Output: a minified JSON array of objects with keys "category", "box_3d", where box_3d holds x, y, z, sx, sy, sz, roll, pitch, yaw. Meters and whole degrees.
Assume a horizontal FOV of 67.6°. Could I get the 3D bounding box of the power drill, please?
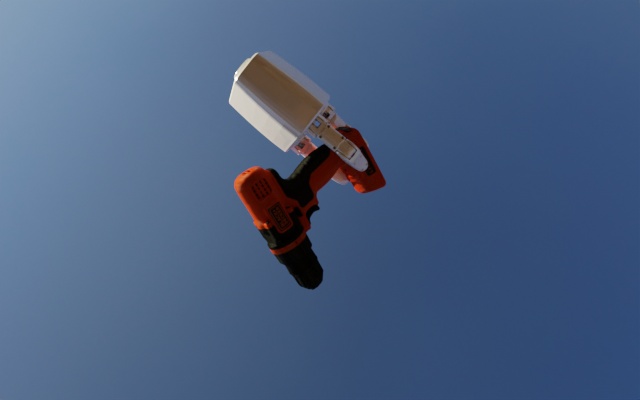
[{"category":"power drill","box_3d":[0.000,0.002,0.645,0.187,0.184,0.057,-39,22,-23]}]
